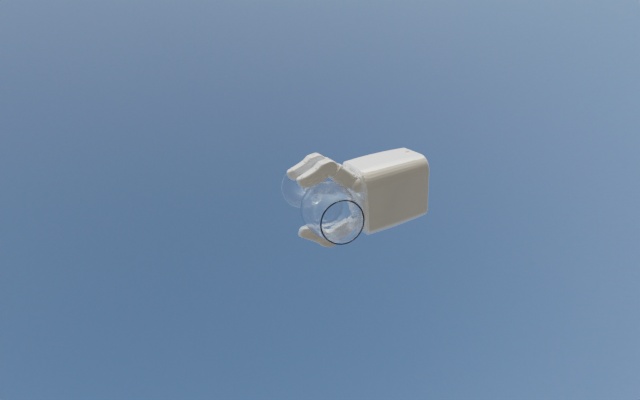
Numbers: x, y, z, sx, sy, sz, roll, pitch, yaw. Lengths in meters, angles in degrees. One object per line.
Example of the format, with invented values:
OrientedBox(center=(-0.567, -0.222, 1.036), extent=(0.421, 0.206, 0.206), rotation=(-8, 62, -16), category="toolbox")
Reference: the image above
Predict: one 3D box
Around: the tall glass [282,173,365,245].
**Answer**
OrientedBox(center=(0.000, 0.002, 0.711), extent=(0.079, 0.079, 0.201), rotation=(0, 16, -17), category="tall glass")
